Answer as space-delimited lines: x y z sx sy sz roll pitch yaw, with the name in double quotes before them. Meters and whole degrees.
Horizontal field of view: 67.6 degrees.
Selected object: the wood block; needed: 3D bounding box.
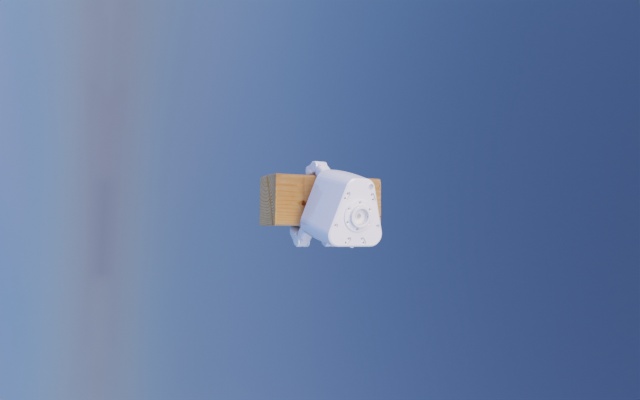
"wood block" 0.000 0.003 0.877 0.206 0.091 0.090 2 -4 -25
